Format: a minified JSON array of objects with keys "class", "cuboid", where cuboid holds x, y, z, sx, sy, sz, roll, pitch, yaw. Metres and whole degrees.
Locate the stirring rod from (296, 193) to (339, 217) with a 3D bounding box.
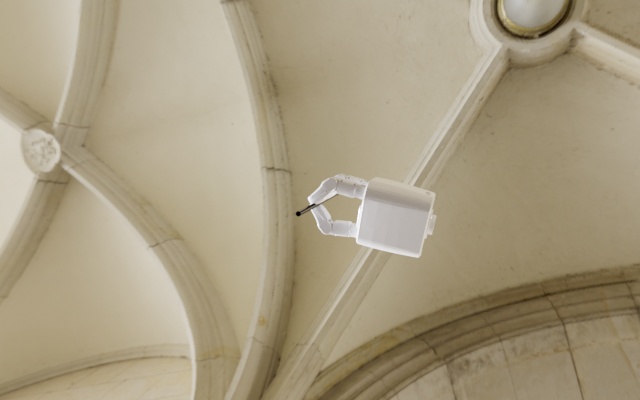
[{"class":"stirring rod","cuboid":[0.000,0.003,0.813,0.011,0.011,0.239,0,8,16]}]
